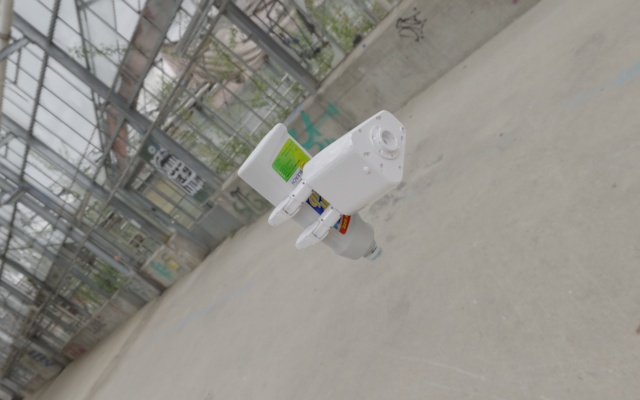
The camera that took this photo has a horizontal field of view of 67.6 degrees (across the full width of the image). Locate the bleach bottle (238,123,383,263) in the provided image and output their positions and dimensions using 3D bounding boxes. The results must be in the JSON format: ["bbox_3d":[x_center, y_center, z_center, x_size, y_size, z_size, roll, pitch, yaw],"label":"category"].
[{"bbox_3d":[0.000,0.002,0.729,0.251,0.102,0.068,40,-38,-14],"label":"bleach bottle"}]
